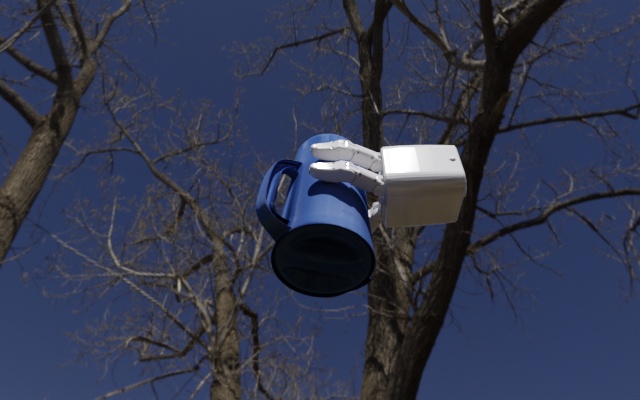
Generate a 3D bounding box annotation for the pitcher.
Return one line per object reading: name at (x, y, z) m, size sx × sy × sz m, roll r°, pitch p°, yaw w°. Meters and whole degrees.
pitcher at (0.000, 0.002, 0.686) m, size 0.145 × 0.149 × 0.242 m, roll -3°, pitch 39°, yaw 5°
